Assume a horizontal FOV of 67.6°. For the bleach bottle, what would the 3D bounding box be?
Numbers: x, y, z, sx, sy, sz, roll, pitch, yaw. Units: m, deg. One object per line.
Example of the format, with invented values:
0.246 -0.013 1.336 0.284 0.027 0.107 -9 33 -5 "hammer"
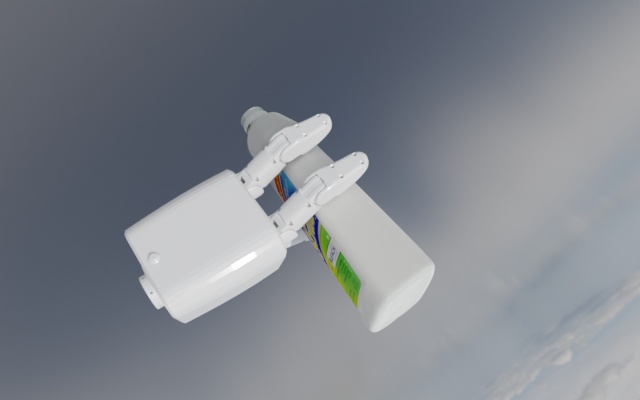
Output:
0.000 0.001 0.468 0.068 0.250 0.103 -32 -26 -18 "bleach bottle"
